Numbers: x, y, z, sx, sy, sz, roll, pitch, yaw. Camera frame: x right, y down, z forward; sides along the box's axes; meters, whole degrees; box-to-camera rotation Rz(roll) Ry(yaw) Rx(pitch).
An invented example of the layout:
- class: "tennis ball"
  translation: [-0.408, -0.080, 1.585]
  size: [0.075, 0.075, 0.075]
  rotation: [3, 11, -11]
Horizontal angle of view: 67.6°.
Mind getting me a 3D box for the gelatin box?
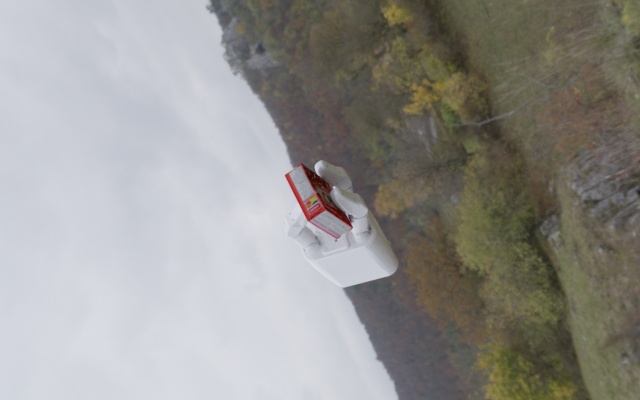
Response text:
- class: "gelatin box"
  translation: [0.000, 0.002, 0.599]
  size: [0.030, 0.073, 0.089]
  rotation: [-35, -30, 13]
